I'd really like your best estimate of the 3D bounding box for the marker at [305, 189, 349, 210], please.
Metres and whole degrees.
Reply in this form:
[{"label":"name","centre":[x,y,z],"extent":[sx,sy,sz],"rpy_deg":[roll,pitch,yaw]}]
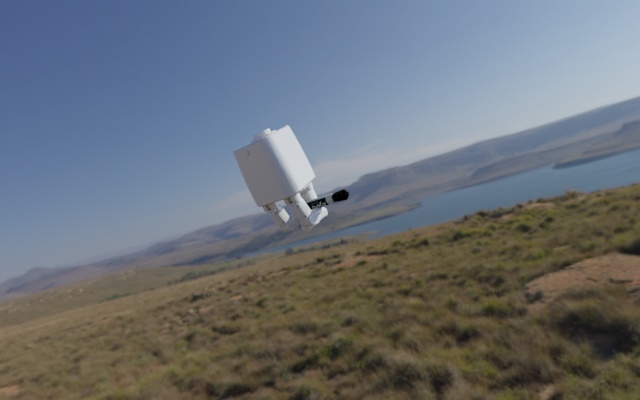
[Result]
[{"label":"marker","centre":[0.000,0.003,0.831],"extent":[0.121,0.020,0.020],"rpy_deg":[-17,-11,39]}]
